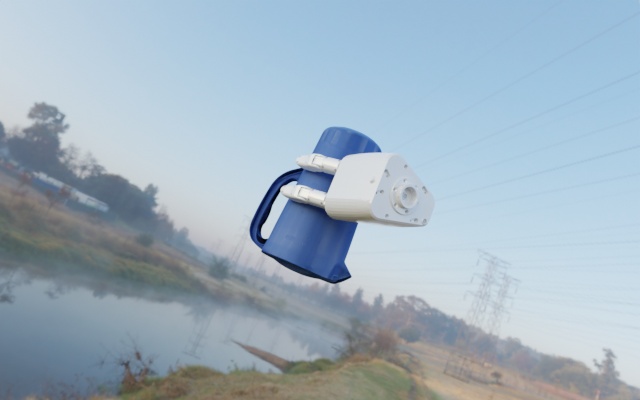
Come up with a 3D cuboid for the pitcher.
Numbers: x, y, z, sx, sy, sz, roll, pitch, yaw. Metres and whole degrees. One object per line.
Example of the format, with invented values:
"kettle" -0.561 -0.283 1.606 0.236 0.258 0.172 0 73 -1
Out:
"pitcher" 0.000 0.003 0.787 0.149 0.242 0.145 29 -13 -26
